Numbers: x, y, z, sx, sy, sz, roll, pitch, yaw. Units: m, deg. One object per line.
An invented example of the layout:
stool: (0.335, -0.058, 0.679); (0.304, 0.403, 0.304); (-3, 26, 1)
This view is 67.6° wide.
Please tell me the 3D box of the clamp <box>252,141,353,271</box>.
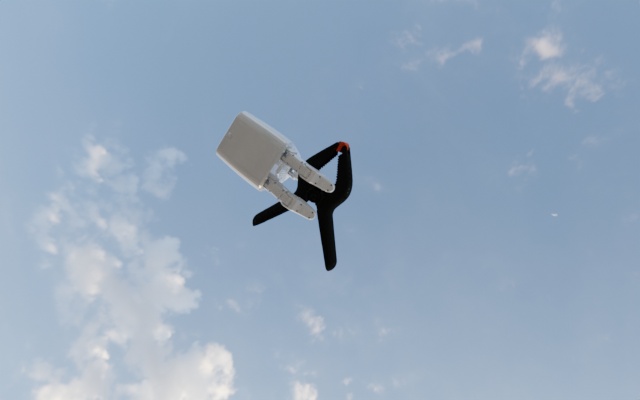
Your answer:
clamp: (0.000, 0.002, 0.797); (0.164, 0.210, 0.036); (36, 13, 10)
